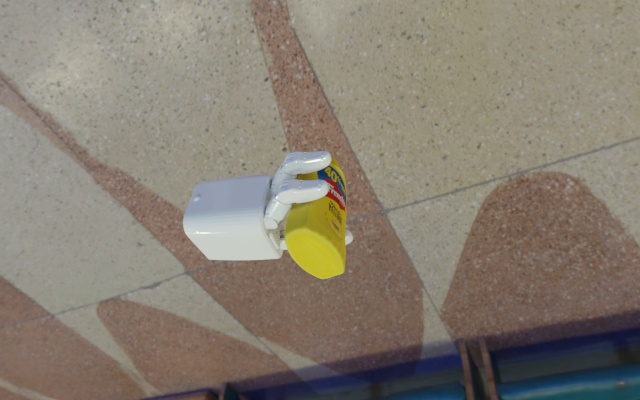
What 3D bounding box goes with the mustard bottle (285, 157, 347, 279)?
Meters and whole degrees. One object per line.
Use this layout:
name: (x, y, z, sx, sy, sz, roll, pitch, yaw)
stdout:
mustard bottle: (0.000, 0.002, 0.633, 0.058, 0.191, 0.096, -22, -53, 24)
